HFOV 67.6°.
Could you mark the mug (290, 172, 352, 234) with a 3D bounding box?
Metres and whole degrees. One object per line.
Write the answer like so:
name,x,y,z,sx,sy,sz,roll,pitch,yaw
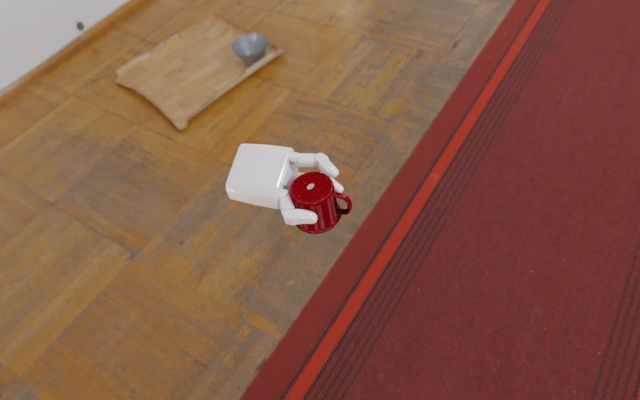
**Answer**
mug,0.001,0.003,0.879,0.117,0.093,0.082,8,-38,15
